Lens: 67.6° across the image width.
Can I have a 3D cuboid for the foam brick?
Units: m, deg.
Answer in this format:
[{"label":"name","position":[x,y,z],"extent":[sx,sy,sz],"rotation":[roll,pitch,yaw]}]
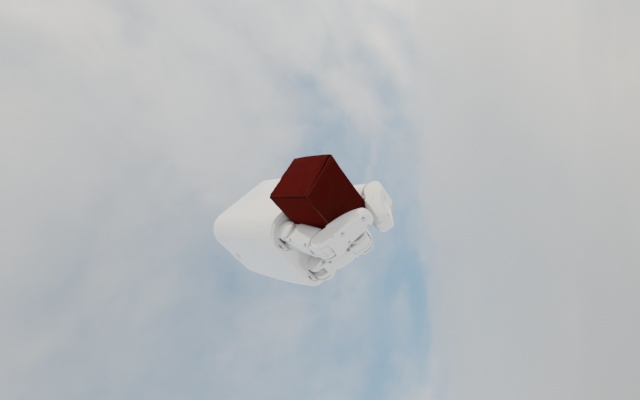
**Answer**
[{"label":"foam brick","position":[0.000,0.001,0.459],"extent":[0.051,0.053,0.078],"rotation":[2,-39,43]}]
